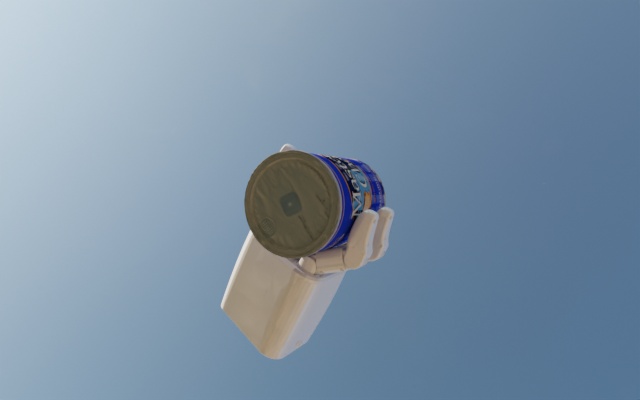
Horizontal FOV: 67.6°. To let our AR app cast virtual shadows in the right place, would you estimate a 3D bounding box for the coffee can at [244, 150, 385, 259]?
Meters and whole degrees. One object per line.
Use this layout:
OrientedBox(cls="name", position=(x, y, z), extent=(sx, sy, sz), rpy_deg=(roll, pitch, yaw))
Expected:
OrientedBox(cls="coffee can", position=(0.000, 0.001, 0.511), extent=(0.103, 0.103, 0.140), rpy_deg=(0, 2, 25))
